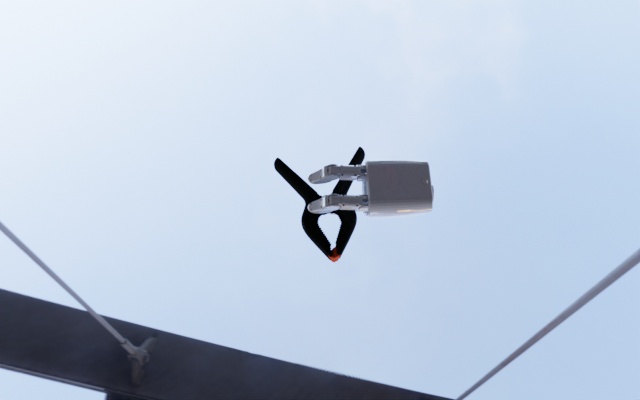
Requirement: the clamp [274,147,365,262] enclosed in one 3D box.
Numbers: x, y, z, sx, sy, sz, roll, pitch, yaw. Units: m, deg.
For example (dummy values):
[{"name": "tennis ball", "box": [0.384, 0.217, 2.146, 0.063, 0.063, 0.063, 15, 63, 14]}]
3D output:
[{"name": "clamp", "box": [0.000, 0.004, 0.827, 0.164, 0.210, 0.036, -2, -23, 2]}]
